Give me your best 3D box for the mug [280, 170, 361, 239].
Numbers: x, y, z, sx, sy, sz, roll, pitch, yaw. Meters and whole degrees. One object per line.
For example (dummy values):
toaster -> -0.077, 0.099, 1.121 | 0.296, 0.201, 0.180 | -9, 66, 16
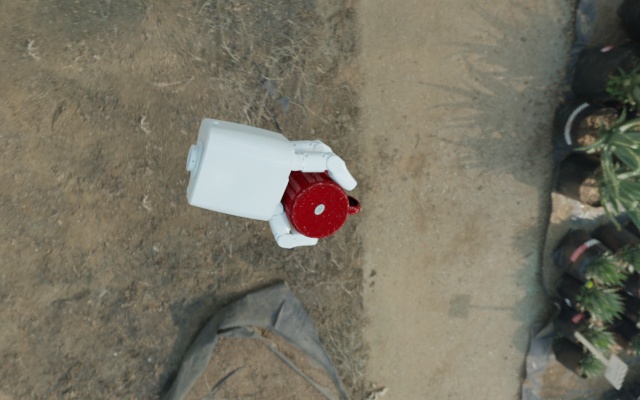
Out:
mug -> 0.001, 0.003, 0.655 | 0.117, 0.093, 0.081 | 10, 18, -21
